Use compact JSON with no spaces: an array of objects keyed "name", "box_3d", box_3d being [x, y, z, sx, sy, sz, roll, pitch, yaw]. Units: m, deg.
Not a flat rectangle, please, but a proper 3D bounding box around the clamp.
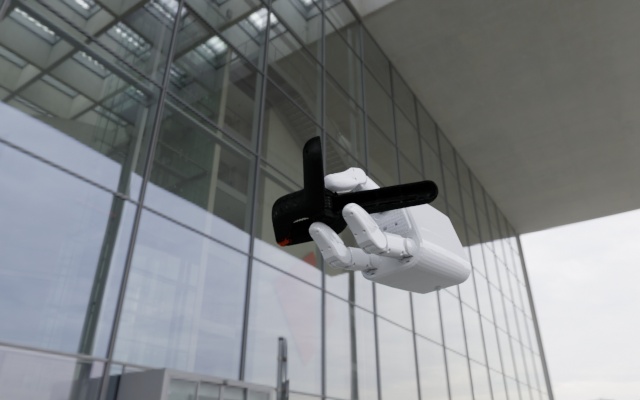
[{"name":"clamp","box_3d":[0.000,0.001,0.535,0.164,0.036,0.210,23,-36,-35]}]
